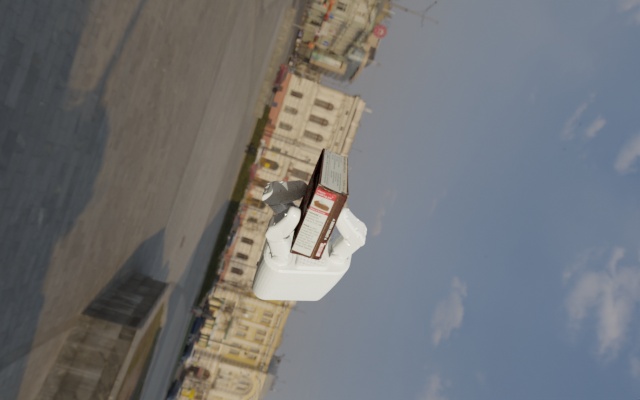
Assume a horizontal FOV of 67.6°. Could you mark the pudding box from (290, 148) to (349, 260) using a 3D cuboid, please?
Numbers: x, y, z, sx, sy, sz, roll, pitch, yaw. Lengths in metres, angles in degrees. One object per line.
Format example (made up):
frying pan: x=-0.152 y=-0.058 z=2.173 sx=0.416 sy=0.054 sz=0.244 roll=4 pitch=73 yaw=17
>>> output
pudding box: x=0.000 y=0.002 z=0.550 sx=0.039 sy=0.090 sz=0.113 roll=18 pitch=25 yaw=-8
